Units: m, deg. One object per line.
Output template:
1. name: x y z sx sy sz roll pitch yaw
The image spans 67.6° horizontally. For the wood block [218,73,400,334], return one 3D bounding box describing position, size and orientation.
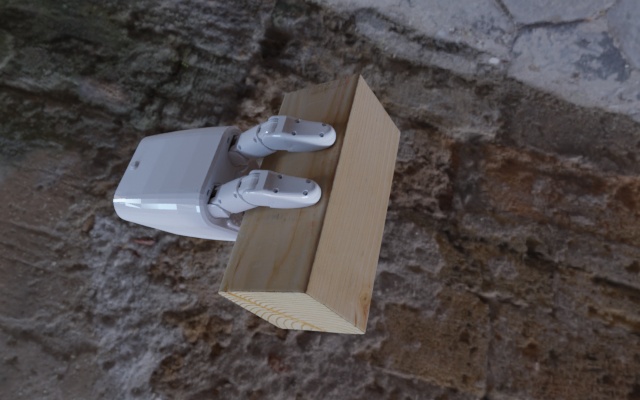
1. wood block: 0.000 0.002 0.425 0.090 0.206 0.091 -7 -34 34
